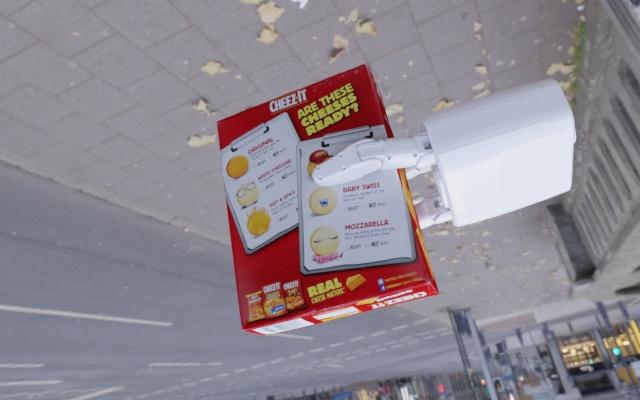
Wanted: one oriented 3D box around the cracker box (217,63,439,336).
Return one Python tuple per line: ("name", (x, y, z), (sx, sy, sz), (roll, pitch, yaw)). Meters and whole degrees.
("cracker box", (0.000, 0.002, 0.447), (0.164, 0.213, 0.072), (-18, -24, 14))
